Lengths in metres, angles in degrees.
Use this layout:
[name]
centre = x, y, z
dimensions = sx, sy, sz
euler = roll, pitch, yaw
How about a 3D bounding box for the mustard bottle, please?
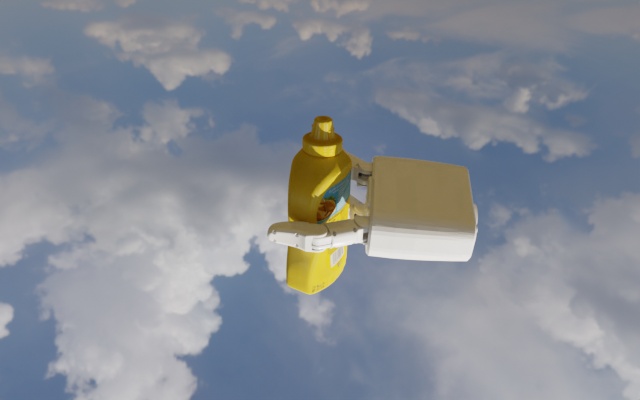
[mustard bottle]
centre = 0.000, 0.002, 0.519
dimensions = 0.058, 0.192, 0.096
euler = 18, 34, 24
